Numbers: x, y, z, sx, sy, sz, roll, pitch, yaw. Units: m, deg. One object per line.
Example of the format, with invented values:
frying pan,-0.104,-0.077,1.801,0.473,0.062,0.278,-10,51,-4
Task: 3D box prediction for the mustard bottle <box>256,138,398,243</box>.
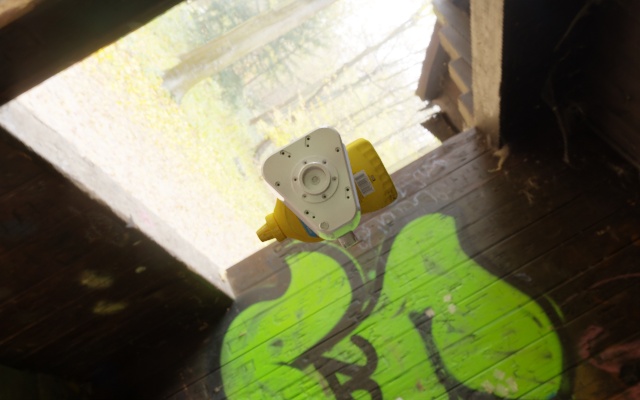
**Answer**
mustard bottle,0.000,0.002,0.641,0.191,0.096,0.058,-30,17,0
